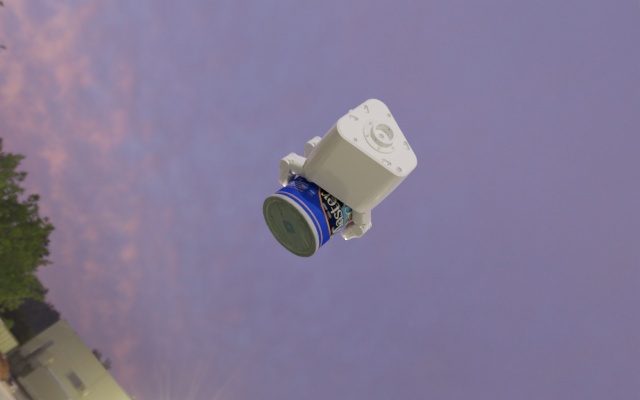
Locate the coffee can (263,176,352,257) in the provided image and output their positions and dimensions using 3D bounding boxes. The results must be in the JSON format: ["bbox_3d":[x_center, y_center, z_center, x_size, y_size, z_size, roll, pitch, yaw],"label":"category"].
[{"bbox_3d":[0.000,0.003,0.705,0.103,0.103,0.140,0,31,49],"label":"coffee can"}]
